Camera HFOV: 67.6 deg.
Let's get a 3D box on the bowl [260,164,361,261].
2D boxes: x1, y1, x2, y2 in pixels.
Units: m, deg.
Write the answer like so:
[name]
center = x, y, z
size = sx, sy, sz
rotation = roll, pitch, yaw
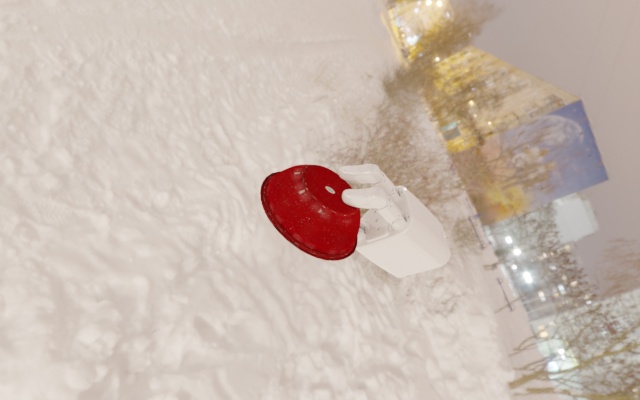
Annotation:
[bowl]
center = -0.001, 0.002, 0.655
size = 0.162, 0.162, 0.055
rotation = 0, -41, -45
